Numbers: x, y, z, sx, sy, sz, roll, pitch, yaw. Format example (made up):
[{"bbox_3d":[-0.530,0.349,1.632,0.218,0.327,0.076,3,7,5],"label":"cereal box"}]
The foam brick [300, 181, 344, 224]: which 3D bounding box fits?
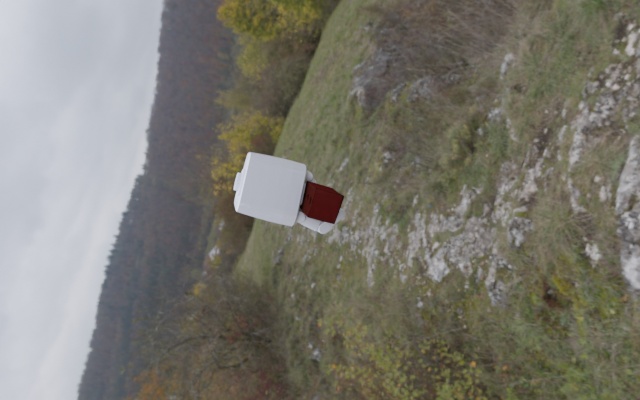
[{"bbox_3d":[0.000,0.003,0.826,0.051,0.053,0.078,16,7,-16],"label":"foam brick"}]
